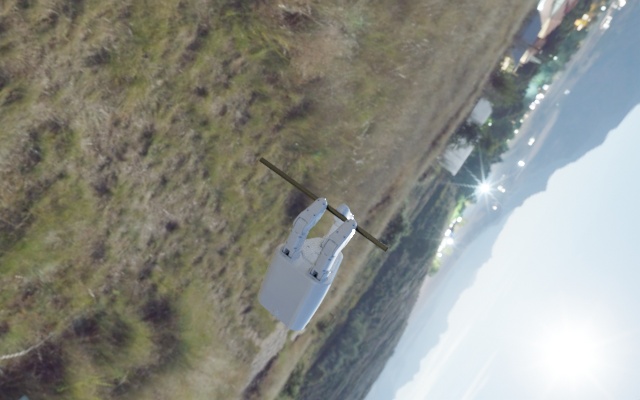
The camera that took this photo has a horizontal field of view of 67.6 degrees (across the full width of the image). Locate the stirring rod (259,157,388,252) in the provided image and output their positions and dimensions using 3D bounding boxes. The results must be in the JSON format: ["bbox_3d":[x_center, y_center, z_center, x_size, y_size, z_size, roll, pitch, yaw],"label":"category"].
[{"bbox_3d":[0.000,0.002,0.708,0.239,0.011,0.011,36,13,18],"label":"stirring rod"}]
